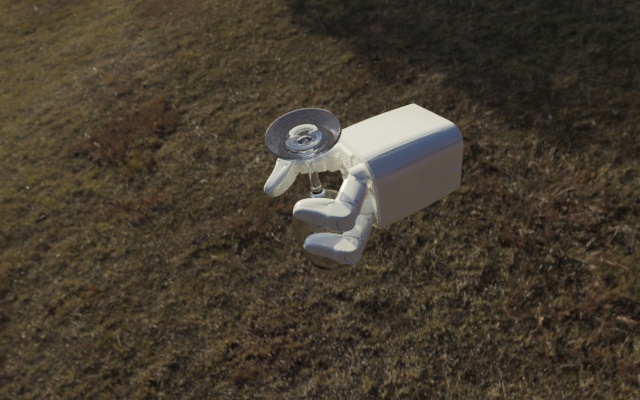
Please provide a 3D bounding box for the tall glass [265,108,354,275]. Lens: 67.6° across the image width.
[{"bbox_3d":[0.000,0.001,0.520,0.079,0.079,0.201,0,-41,12],"label":"tall glass"}]
